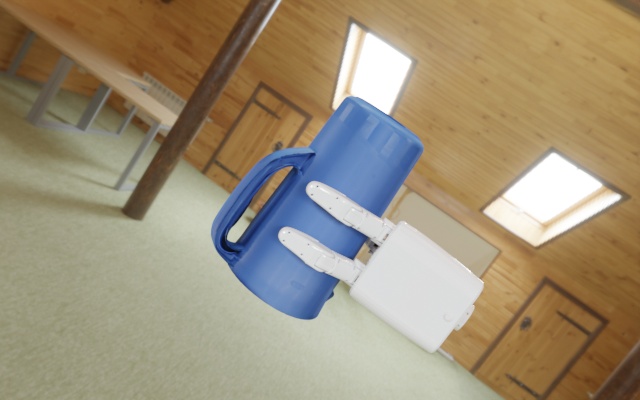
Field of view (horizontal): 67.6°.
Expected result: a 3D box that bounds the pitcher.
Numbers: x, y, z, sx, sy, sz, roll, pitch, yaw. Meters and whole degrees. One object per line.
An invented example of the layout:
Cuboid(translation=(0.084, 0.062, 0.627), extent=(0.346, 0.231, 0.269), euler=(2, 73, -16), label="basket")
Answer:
Cuboid(translation=(0.000, 0.002, 0.549), extent=(0.145, 0.243, 0.149), euler=(37, 9, 14), label="pitcher")
